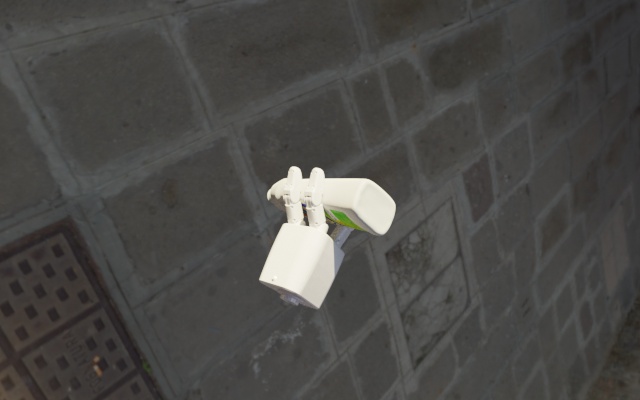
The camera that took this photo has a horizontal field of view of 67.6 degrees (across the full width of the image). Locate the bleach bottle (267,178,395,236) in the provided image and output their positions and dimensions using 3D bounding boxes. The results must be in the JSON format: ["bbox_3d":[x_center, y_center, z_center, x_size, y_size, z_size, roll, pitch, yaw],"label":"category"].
[{"bbox_3d":[0.000,0.003,0.827,0.251,0.068,0.103,5,-26,47],"label":"bleach bottle"}]
